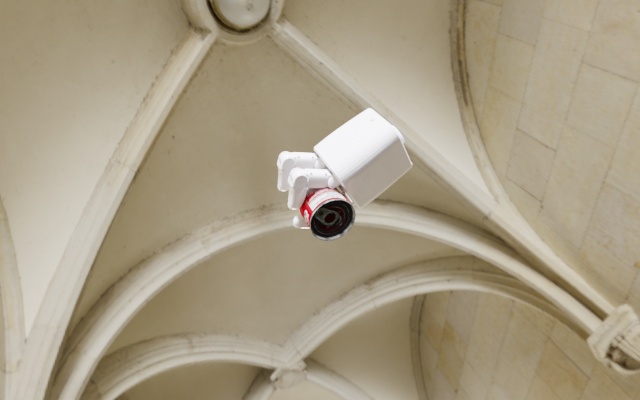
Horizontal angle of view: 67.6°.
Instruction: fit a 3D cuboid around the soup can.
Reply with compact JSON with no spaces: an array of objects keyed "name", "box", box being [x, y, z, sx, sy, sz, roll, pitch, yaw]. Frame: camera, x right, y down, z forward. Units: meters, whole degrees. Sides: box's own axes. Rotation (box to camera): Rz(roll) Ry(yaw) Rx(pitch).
[{"name":"soup can","box":[0.000,0.003,0.699,0.068,0.068,0.102,0,30,-24]}]
